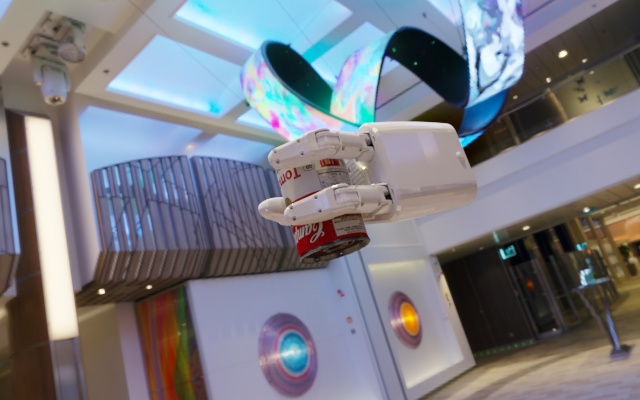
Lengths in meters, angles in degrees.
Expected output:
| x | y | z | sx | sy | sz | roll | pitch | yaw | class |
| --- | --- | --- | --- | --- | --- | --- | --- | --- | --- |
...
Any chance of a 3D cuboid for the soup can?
| x | y | z | sx | sy | sz | roll | pitch | yaw | class |
| --- | --- | --- | --- | --- | --- | --- | --- | --- | --- |
| 0.000 | 0.001 | 0.456 | 0.068 | 0.102 | 0.068 | -15 | -17 | -5 | soup can |
